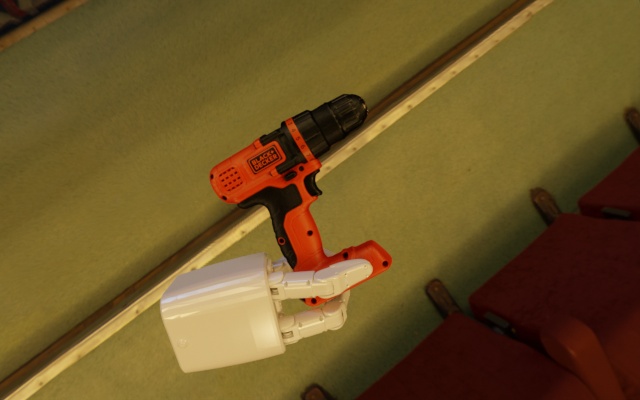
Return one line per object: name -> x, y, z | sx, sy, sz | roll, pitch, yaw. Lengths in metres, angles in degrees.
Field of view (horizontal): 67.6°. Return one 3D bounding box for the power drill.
power drill -> 0.000, 0.002, 0.509 | 0.184, 0.187, 0.057 | -29, 1, 7
